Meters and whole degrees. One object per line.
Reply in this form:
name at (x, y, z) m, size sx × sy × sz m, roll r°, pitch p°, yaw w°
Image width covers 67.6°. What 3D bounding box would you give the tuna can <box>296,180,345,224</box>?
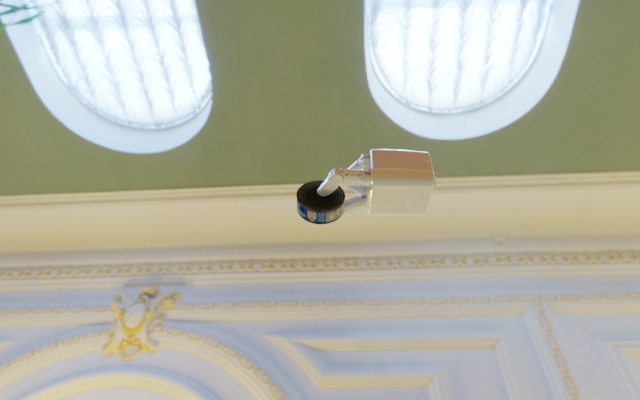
tuna can at (0.000, 0.003, 0.844) m, size 0.086 × 0.034 × 0.086 m, roll 1°, pitch 39°, yaw -1°
